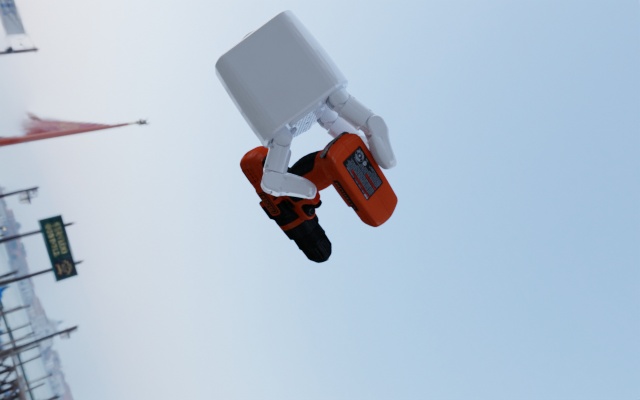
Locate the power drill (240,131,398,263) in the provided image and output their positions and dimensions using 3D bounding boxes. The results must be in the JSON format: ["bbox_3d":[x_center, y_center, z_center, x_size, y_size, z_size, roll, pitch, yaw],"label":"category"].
[{"bbox_3d":[0.000,0.002,0.584,0.187,0.184,0.057,-13,29,49],"label":"power drill"}]
